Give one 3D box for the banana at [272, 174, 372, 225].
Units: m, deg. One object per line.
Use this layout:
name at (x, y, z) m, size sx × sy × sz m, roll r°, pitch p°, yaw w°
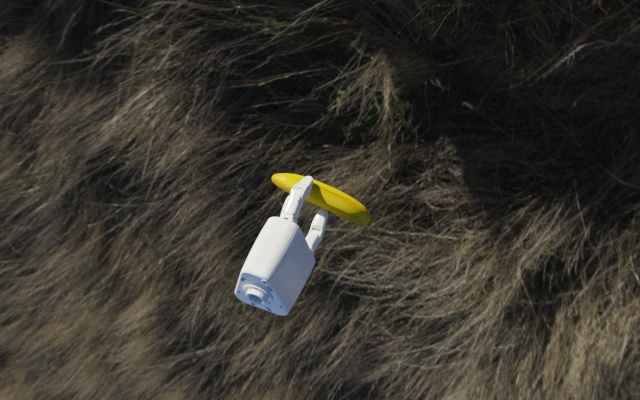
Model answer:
banana at (0.008, -0.001, 0.821) m, size 0.198 × 0.037 × 0.070 m, roll 27°, pitch -22°, yaw -7°
